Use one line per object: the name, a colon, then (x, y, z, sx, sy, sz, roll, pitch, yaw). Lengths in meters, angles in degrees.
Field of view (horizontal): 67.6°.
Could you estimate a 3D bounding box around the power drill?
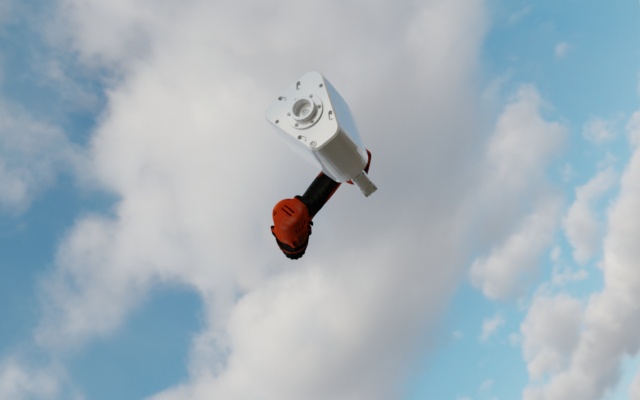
power drill: (0.000, 0.002, 0.740, 0.057, 0.187, 0.184, 36, -18, 12)
